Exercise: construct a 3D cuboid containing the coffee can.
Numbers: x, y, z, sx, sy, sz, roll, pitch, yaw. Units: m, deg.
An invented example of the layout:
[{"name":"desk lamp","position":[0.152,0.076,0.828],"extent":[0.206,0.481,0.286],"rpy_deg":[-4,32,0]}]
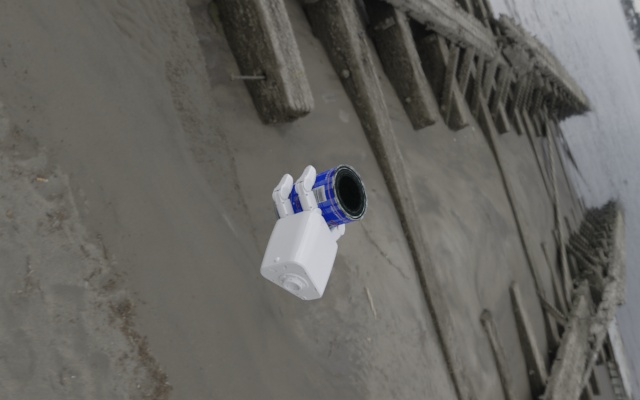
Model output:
[{"name":"coffee can","position":[0.000,0.003,0.872],"extent":[0.140,0.103,0.103],"rpy_deg":[-18,-11,36]}]
